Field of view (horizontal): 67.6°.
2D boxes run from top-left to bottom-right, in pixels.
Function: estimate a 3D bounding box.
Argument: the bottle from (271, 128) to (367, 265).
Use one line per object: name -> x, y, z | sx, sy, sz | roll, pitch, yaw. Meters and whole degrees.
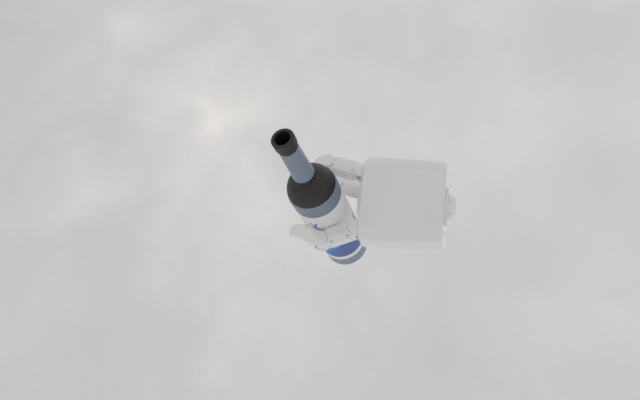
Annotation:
bottle -> 0.000, 0.002, 0.638 | 0.069, 0.069, 0.296 | 0, -28, 19
